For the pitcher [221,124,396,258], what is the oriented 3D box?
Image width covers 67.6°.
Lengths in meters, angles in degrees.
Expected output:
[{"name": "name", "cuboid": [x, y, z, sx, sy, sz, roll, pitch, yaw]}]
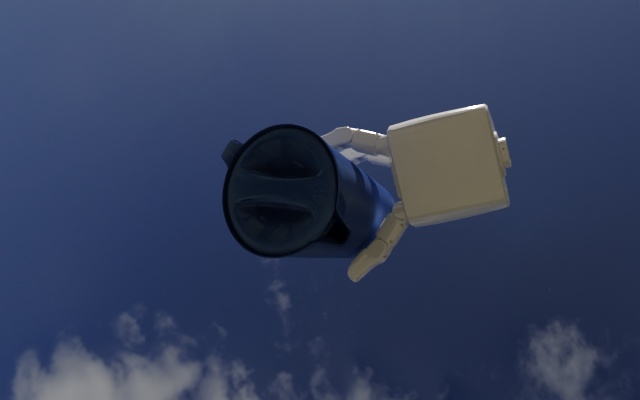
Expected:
[{"name": "pitcher", "cuboid": [0.000, 0.002, 0.568, 0.145, 0.149, 0.243, -15, -16, 23]}]
